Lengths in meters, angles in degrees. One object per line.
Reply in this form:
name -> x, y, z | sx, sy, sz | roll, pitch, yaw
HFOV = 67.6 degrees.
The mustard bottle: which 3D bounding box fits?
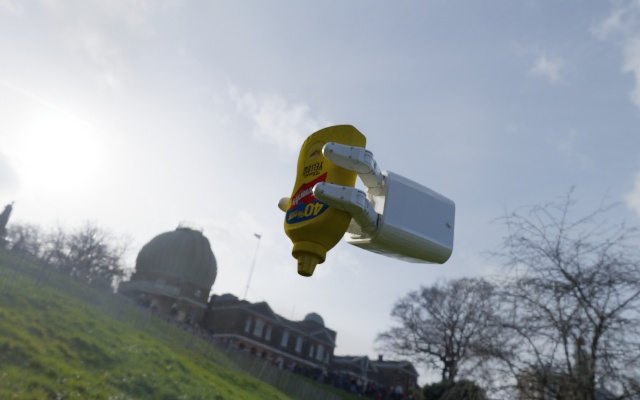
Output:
mustard bottle -> 0.000, 0.002, 0.586 | 0.096, 0.191, 0.058 | -14, -37, 40
